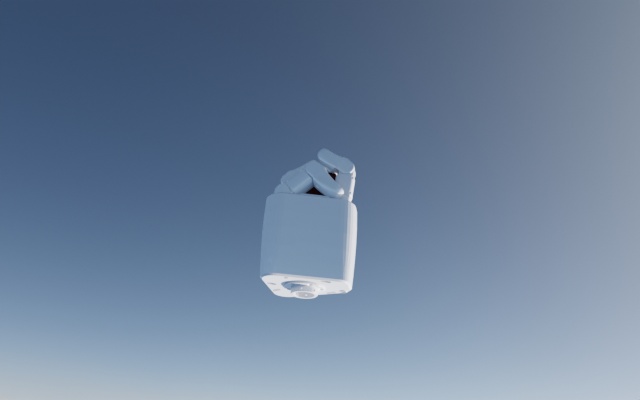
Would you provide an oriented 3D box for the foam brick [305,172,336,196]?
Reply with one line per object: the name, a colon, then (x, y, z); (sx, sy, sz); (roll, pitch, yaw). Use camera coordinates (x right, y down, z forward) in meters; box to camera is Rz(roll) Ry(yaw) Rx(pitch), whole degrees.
foam brick: (0.000, 0.002, 0.666); (0.053, 0.051, 0.078); (-2, -27, 10)
